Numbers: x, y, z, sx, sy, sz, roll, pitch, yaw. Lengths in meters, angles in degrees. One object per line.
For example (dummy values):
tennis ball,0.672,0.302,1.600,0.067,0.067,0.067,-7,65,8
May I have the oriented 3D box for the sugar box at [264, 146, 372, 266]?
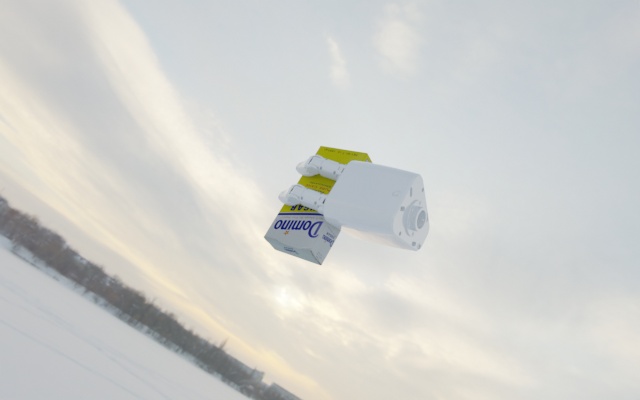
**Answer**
sugar box,0.000,0.002,0.708,0.093,0.176,0.048,13,-30,37
